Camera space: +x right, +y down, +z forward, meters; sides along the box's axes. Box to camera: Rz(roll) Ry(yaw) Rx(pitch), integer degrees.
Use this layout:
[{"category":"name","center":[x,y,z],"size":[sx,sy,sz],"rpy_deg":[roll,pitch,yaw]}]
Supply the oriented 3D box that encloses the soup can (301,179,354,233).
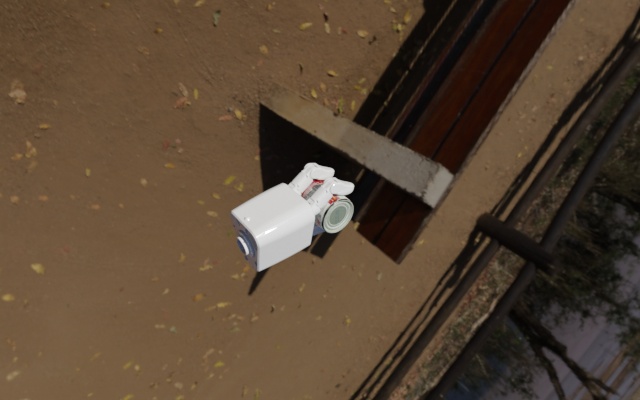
[{"category":"soup can","center":[0.001,0.003,0.827],"size":[0.068,0.068,0.102],"rpy_deg":[0,29,-43]}]
